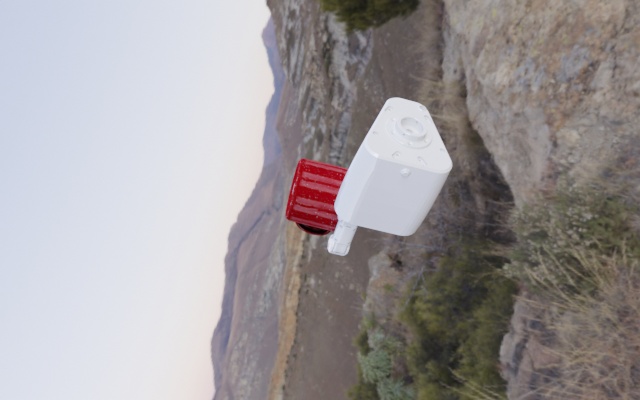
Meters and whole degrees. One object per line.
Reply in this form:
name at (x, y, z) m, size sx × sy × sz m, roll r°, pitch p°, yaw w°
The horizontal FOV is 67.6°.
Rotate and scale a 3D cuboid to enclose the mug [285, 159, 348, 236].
mug at (0.000, 0.003, 0.620) m, size 0.081 × 0.093 × 0.117 m, roll 14°, pitch -44°, yaw -7°
